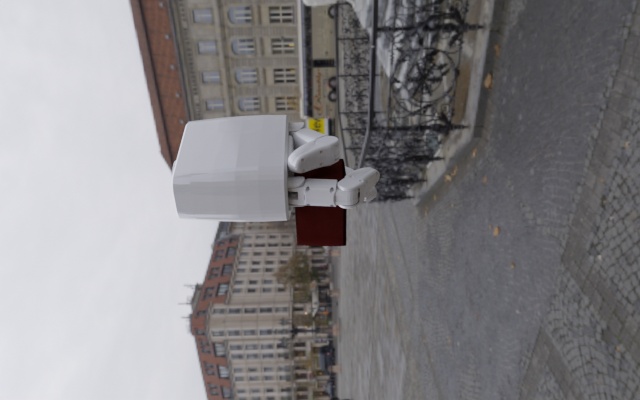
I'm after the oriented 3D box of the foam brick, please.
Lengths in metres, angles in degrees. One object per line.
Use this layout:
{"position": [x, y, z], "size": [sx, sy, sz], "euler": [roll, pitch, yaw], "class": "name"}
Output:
{"position": [0.000, 0.002, 0.494], "size": [0.051, 0.078, 0.053], "euler": [-2, 30, -1], "class": "foam brick"}
